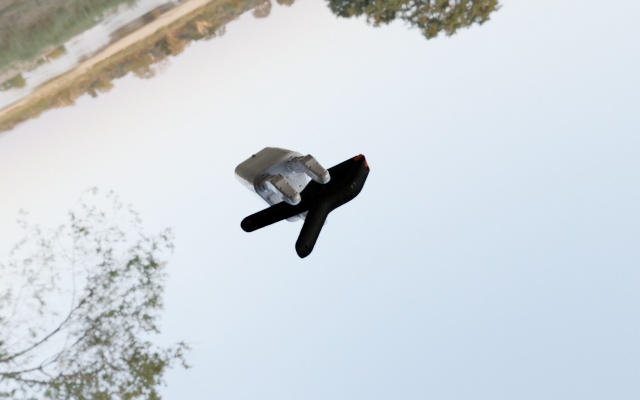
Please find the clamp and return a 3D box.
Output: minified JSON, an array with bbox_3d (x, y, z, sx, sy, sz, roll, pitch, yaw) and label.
[{"bbox_3d":[0.001,0.003,0.686,0.210,0.036,0.164,-35,30,-18],"label":"clamp"}]
